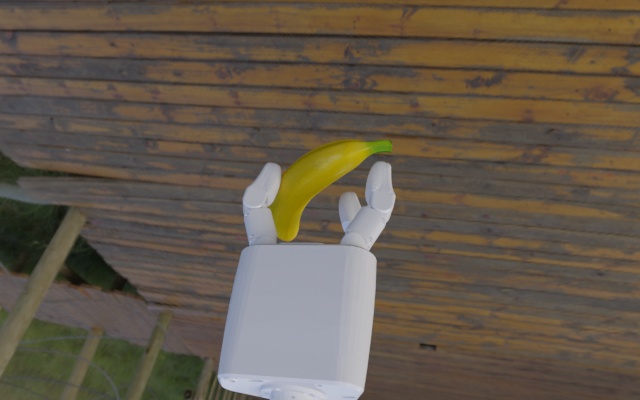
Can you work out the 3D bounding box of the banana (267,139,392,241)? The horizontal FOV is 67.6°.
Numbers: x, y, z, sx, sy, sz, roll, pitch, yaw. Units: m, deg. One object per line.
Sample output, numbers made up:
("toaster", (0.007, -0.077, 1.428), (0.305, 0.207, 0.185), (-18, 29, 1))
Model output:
("banana", (-0.014, -0.006, 0.477), (0.069, 0.037, 0.198), (20, -37, -25))
